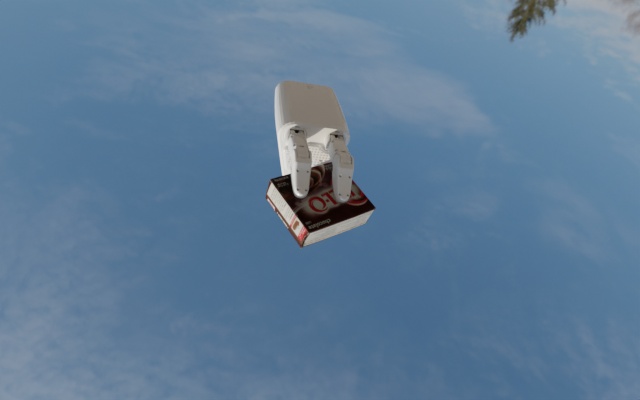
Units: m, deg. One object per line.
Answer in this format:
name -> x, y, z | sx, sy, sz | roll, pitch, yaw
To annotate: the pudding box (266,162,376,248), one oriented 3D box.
pudding box -> 0.000, 0.002, 0.608 | 0.113, 0.090, 0.039 | -20, -31, -34
